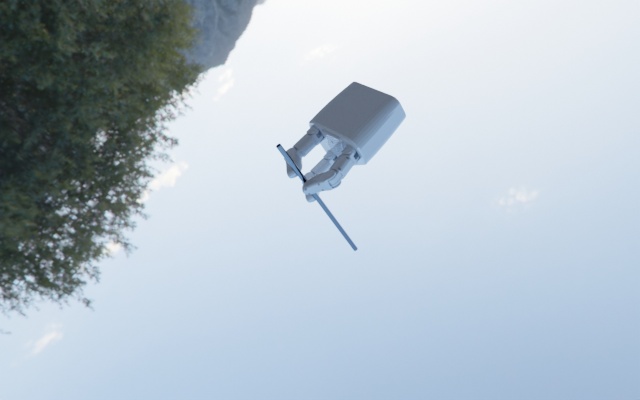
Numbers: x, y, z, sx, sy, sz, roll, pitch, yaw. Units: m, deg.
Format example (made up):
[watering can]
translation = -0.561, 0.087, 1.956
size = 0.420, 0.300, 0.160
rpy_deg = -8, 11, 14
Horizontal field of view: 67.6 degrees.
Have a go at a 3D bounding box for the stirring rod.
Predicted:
[stirring rod]
translation = 0.000, 0.002, 0.738
size = 0.011, 0.011, 0.240
rpy_deg = 0, -41, 41
